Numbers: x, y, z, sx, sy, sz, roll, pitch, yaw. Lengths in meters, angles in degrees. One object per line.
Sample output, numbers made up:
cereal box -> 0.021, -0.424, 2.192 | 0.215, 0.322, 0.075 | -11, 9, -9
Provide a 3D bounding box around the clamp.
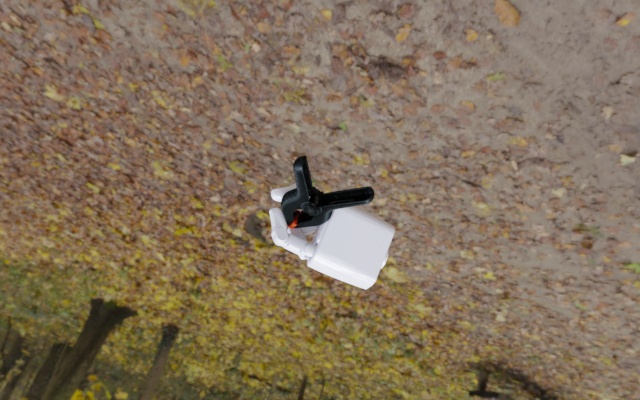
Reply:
clamp -> 0.000, 0.003, 0.701 | 0.120, 0.039, 0.171 | 25, -30, -5
